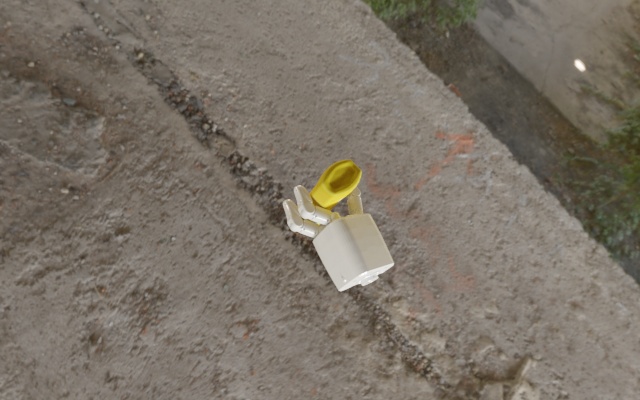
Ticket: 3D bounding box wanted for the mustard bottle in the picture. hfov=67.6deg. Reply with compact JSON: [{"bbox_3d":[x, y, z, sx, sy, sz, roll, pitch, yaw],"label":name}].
[{"bbox_3d":[0.000,0.003,0.898,0.096,0.058,0.192,-44,-4,-38],"label":"mustard bottle"}]
